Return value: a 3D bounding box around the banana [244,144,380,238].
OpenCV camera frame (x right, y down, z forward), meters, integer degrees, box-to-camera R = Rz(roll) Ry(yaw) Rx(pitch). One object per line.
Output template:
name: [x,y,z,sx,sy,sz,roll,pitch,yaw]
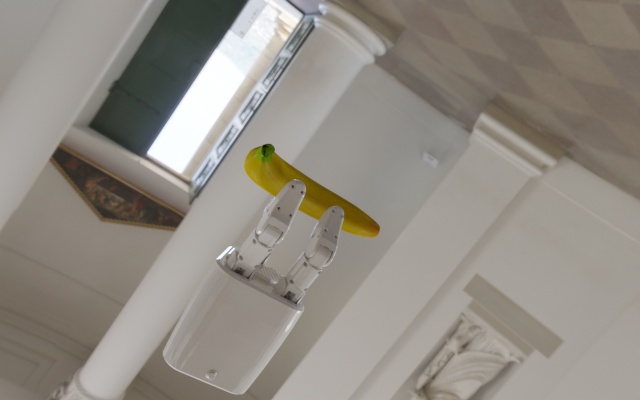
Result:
banana: [-0.014,-0.006,0.487,0.069,0.037,0.198,28,-3,45]
